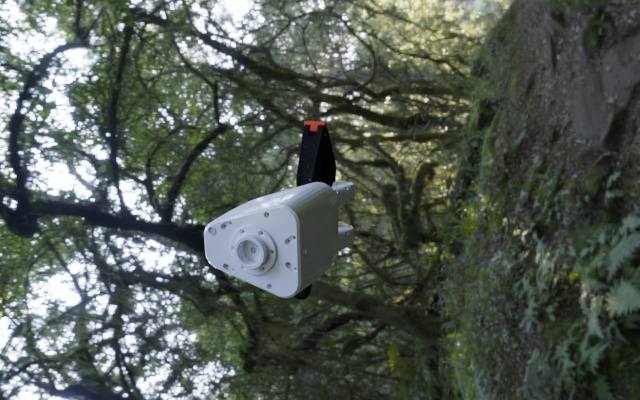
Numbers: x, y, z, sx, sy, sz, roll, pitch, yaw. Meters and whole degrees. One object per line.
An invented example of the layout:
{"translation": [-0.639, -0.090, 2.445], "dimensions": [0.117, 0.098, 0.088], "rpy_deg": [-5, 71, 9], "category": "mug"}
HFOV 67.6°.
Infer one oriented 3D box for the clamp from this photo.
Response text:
{"translation": [-0.001, 0.001, 0.621], "dimensions": [0.036, 0.210, 0.164], "rpy_deg": [4, 13, 18], "category": "clamp"}
